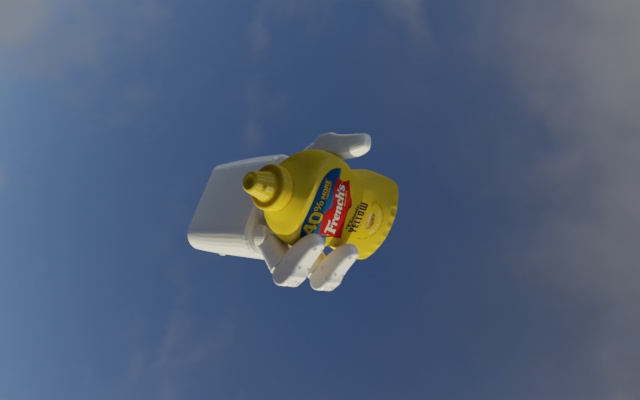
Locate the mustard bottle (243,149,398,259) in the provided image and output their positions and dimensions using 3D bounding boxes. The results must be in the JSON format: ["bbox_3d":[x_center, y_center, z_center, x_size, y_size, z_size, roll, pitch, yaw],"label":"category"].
[{"bbox_3d":[0.000,0.002,0.470,0.058,0.096,0.192,31,9,41],"label":"mustard bottle"}]
